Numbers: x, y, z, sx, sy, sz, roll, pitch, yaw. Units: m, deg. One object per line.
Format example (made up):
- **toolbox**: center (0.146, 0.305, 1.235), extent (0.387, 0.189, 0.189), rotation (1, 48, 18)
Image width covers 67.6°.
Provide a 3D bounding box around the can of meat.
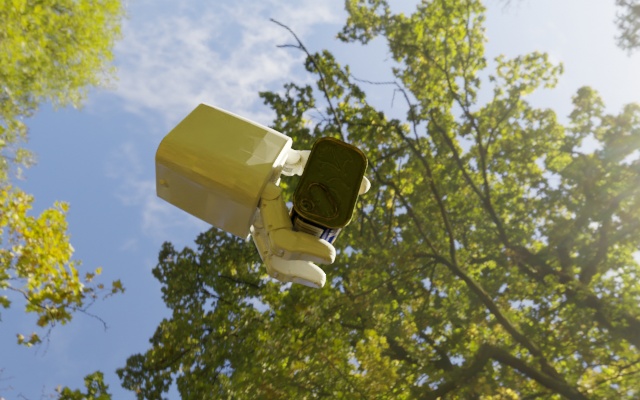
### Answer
- **can of meat**: center (0.000, 0.002, 0.483), extent (0.057, 0.102, 0.084), rotation (22, -36, -4)
